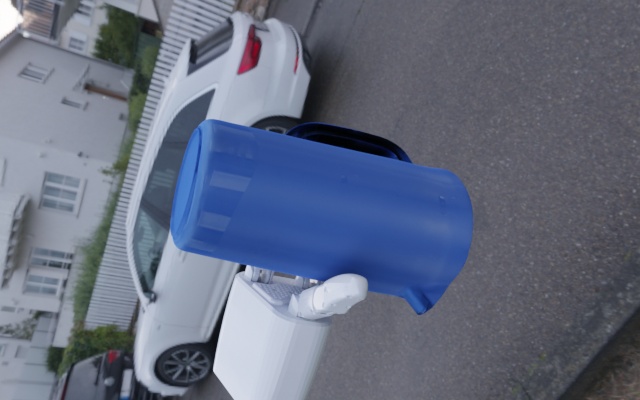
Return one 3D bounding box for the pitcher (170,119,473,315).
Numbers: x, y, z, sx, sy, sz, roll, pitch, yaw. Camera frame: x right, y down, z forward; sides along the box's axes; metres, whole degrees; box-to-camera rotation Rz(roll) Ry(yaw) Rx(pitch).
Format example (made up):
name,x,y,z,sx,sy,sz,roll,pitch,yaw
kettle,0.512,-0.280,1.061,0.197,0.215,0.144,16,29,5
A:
name,x,y,z,sx,sy,sz,roll,pitch,yaw
pitcher,0.000,0.002,0.431,0.243,0.145,0.149,13,9,-23
